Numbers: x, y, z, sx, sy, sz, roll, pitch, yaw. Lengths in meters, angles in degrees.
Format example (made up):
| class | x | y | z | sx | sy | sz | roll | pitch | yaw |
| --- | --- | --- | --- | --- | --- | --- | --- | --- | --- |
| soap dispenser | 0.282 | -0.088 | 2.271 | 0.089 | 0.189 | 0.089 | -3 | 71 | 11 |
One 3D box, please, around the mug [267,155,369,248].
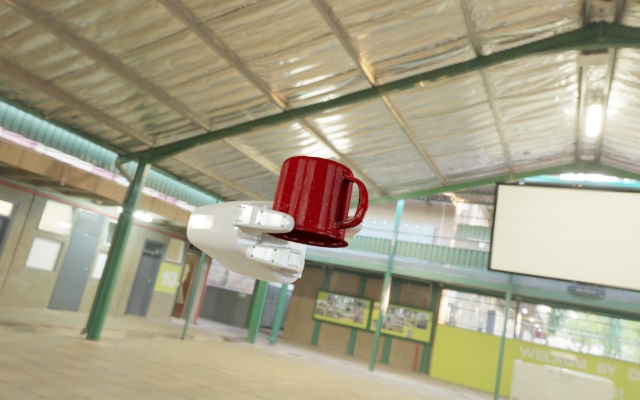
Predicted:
| class | x | y | z | sx | sy | sz | roll | pitch | yaw |
| --- | --- | --- | --- | --- | --- | --- | --- | --- | --- |
| mug | 0.001 | 0.001 | 0.510 | 0.117 | 0.081 | 0.093 | -2 | -19 | 42 |
